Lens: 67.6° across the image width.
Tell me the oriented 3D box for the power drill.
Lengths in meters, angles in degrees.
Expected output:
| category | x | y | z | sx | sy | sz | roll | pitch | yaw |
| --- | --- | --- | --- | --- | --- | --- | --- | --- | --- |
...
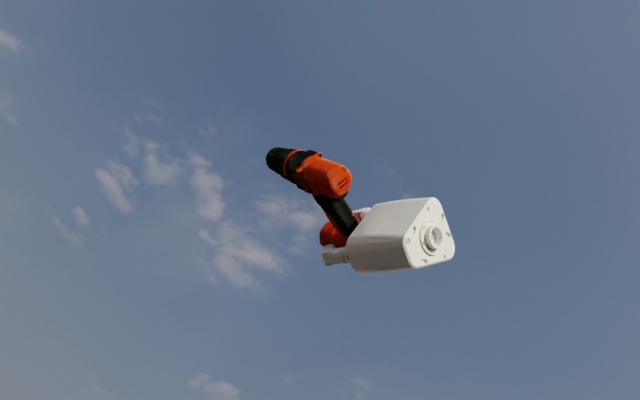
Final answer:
| category | x | y | z | sx | sy | sz | roll | pitch | yaw |
| --- | --- | --- | --- | --- | --- | --- | --- | --- | --- |
| power drill | 0.001 | 0.003 | 0.753 | 0.057 | 0.188 | 0.184 | -42 | 37 | -18 |
